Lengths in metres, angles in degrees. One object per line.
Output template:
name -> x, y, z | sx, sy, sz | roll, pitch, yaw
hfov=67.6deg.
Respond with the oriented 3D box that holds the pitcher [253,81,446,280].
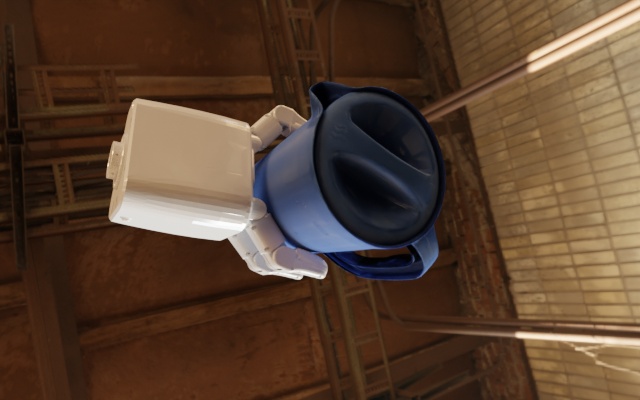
pitcher -> 0.000, 0.001, 0.477 | 0.145, 0.149, 0.243 | 11, -16, -28
